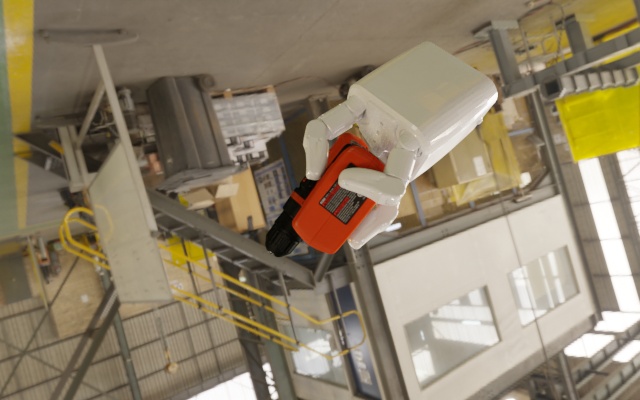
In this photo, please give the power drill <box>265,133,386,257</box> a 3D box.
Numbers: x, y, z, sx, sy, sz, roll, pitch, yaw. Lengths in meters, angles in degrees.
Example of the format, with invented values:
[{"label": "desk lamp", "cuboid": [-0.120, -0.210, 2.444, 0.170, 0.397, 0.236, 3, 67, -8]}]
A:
[{"label": "power drill", "cuboid": [0.000, 0.002, 0.538, 0.057, 0.184, 0.187, 36, 1, -10]}]
